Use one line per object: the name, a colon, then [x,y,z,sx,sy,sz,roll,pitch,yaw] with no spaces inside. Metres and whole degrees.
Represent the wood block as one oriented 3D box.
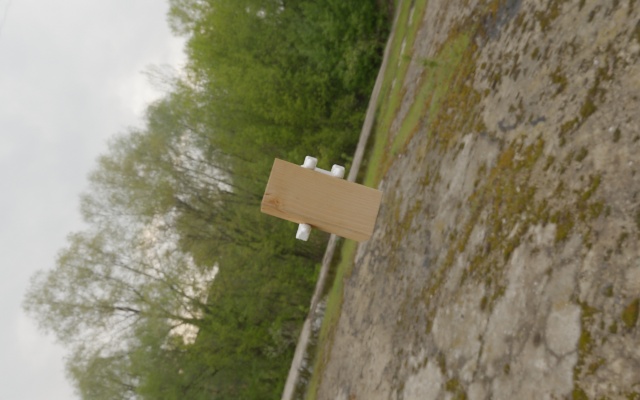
wood block: [0.000,0.003,0.896,0.206,0.090,0.090,17,-13,-4]
